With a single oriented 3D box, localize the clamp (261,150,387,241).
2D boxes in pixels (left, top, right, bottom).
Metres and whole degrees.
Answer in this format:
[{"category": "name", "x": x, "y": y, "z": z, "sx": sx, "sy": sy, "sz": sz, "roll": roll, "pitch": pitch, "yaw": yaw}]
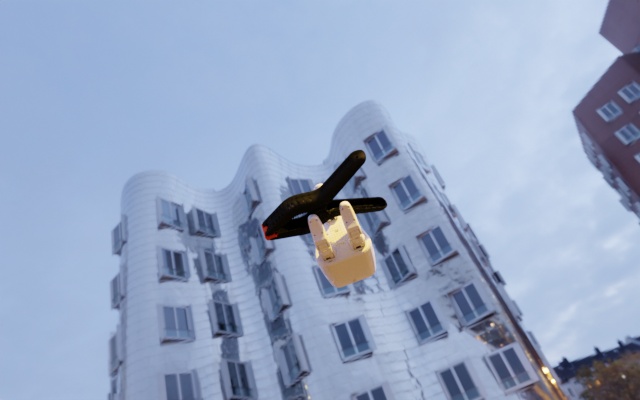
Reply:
[{"category": "clamp", "x": -0.001, "y": 0.002, "z": 0.760, "sx": 0.210, "sy": 0.036, "sz": 0.165, "roll": -22, "pitch": -35, "yaw": 0}]
